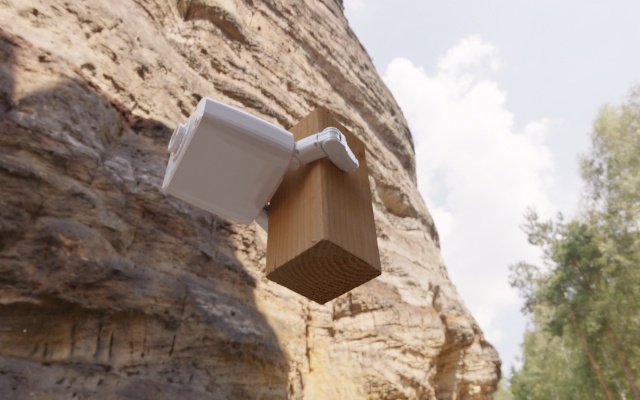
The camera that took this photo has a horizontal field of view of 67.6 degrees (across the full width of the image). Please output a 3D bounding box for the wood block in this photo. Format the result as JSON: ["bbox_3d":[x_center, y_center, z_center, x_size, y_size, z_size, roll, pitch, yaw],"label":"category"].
[{"bbox_3d":[0.000,0.001,0.560,0.091,0.206,0.090,-34,-51,30],"label":"wood block"}]
